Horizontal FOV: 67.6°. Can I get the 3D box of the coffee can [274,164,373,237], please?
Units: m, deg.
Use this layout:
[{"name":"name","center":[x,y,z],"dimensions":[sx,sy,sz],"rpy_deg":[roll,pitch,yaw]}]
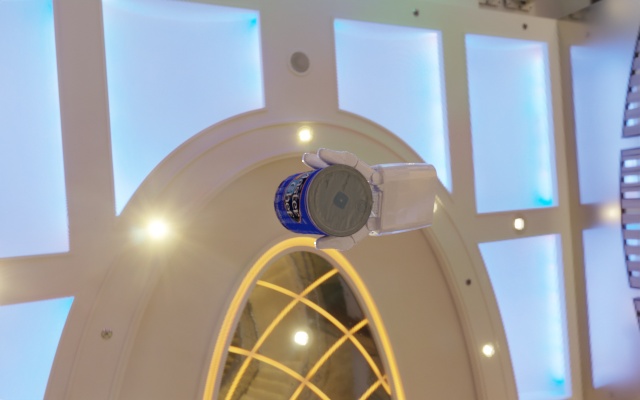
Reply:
[{"name":"coffee can","center":[0.000,0.002,0.728],"dimensions":[0.103,0.103,0.140],"rpy_deg":[0,-2,-25]}]
